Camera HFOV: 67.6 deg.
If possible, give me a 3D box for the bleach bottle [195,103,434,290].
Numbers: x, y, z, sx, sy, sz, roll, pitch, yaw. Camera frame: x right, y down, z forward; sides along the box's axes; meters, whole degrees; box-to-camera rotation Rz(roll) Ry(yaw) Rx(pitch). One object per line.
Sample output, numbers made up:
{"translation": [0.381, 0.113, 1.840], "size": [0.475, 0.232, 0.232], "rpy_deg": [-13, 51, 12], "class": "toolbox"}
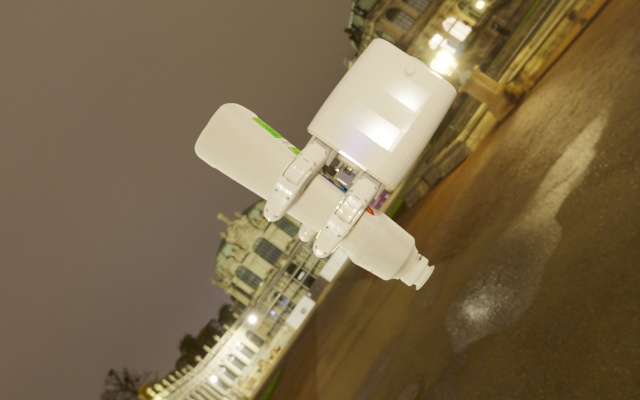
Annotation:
{"translation": [0.000, 0.002, 0.477], "size": [0.251, 0.068, 0.102], "rpy_deg": [36, 5, 5], "class": "bleach bottle"}
